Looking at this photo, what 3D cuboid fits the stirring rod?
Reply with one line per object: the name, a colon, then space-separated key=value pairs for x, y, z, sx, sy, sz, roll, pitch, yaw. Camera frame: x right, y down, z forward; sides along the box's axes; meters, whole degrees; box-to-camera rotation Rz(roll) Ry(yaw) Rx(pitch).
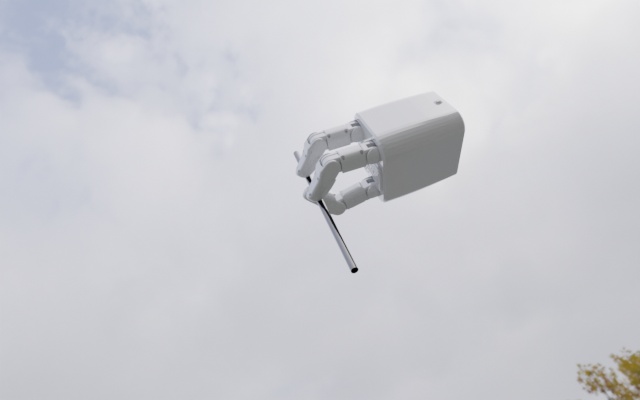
stirring rod: x=0.000 y=0.002 z=0.561 sx=0.011 sy=0.011 sz=0.239 roll=0 pitch=34 yaw=-19
